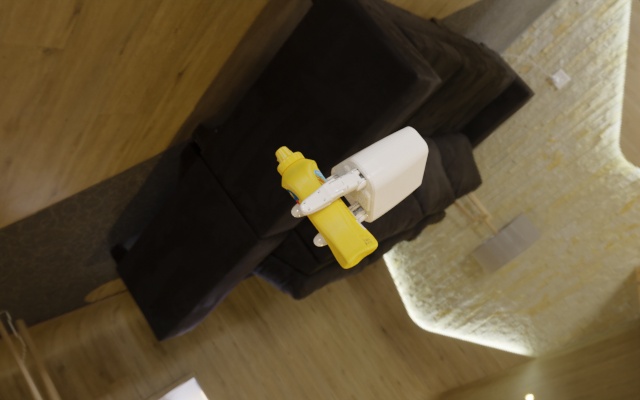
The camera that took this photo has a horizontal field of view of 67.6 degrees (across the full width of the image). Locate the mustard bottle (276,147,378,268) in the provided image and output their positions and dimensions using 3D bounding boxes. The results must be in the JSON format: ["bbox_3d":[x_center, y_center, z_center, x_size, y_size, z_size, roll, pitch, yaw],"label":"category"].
[{"bbox_3d":[0.000,0.003,0.660,0.058,0.191,0.096,-38,-12,5],"label":"mustard bottle"}]
